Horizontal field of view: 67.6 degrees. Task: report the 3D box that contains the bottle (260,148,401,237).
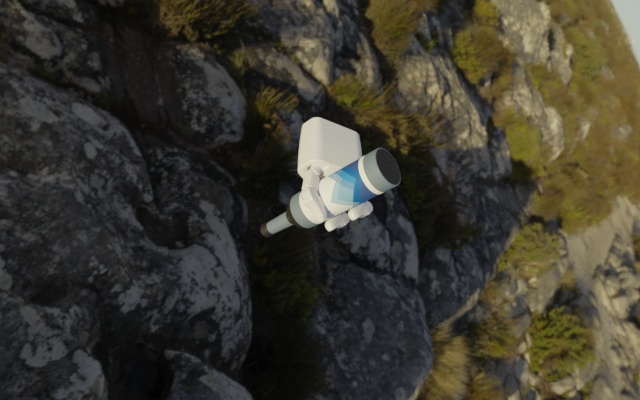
[{"bbox_3d":[0.000,0.003,0.831,0.296,0.069,0.069,-28,-17,36],"label":"bottle"}]
